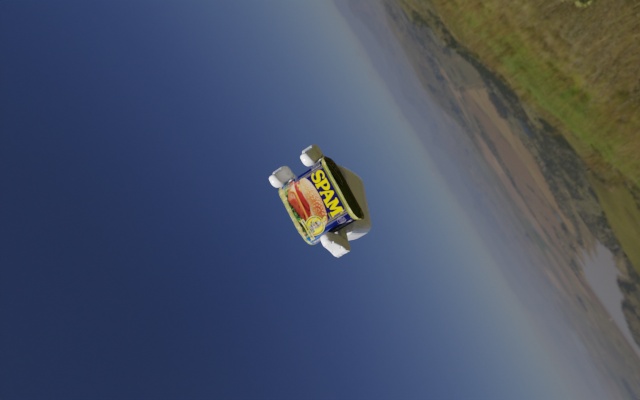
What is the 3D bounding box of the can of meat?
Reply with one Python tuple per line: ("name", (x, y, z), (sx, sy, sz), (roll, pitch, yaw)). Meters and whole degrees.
("can of meat", (0.000, 0.002, 0.686), (0.084, 0.102, 0.057), (-32, -13, 17))
